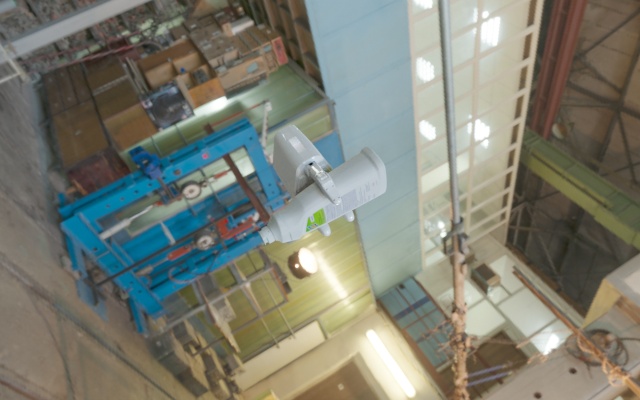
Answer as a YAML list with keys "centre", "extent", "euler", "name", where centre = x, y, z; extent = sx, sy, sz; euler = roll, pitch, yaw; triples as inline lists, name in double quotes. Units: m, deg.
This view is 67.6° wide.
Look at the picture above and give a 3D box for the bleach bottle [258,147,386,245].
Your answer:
- centre: [0.000, 0.003, 0.875]
  extent: [0.251, 0.068, 0.103]
  euler: [-29, -34, -11]
  name: "bleach bottle"
